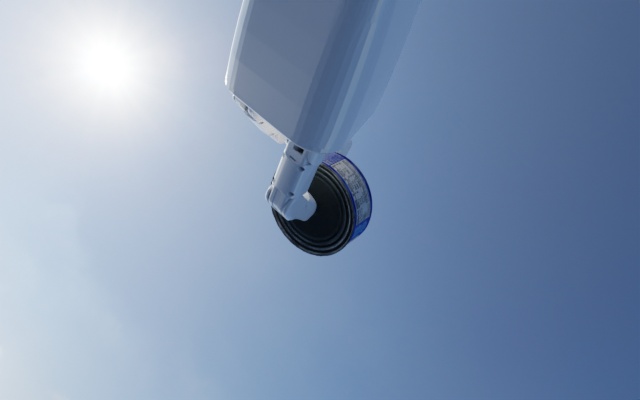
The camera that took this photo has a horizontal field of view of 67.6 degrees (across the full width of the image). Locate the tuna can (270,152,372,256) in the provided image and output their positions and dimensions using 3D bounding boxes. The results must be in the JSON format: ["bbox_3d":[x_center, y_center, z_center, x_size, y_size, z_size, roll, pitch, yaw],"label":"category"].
[{"bbox_3d":[0.000,0.001,0.403,0.086,0.086,0.033,0,19,37],"label":"tuna can"}]
